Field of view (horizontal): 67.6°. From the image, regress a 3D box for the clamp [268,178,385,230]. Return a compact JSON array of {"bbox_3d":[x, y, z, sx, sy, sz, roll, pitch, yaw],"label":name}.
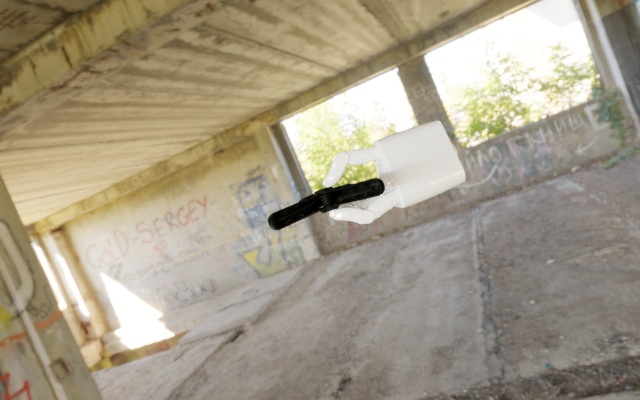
[{"bbox_3d":[0.000,0.002,0.728,0.164,0.036,0.210,-18,3,-4],"label":"clamp"}]
